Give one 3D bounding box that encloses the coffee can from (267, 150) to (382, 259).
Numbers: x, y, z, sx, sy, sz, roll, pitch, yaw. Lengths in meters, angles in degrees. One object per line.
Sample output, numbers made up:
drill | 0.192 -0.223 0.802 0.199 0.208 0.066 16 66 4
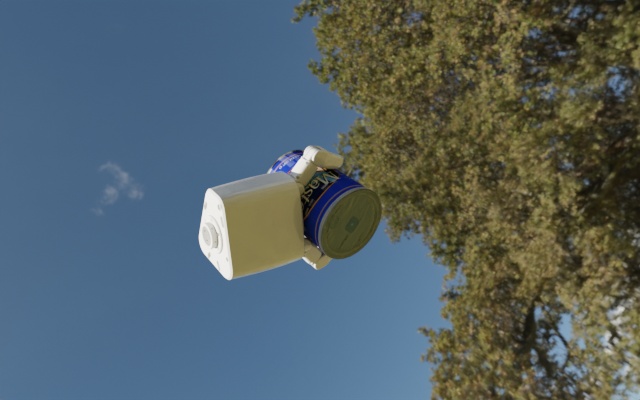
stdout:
coffee can | 0.000 0.002 0.661 0.103 0.103 0.140 0 25 -41
